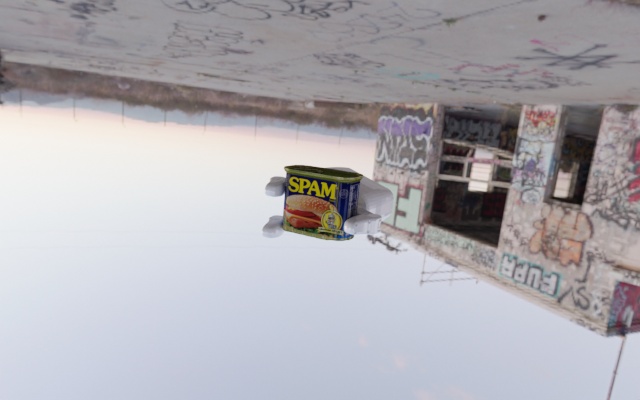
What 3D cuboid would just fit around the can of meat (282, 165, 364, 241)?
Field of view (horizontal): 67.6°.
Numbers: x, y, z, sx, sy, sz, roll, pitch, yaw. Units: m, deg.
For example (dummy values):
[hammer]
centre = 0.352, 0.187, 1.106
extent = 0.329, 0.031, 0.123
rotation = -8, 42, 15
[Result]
[can of meat]
centre = 0.000, 0.002, 0.623
extent = 0.102, 0.084, 0.057
rotation = 11, 13, 26
